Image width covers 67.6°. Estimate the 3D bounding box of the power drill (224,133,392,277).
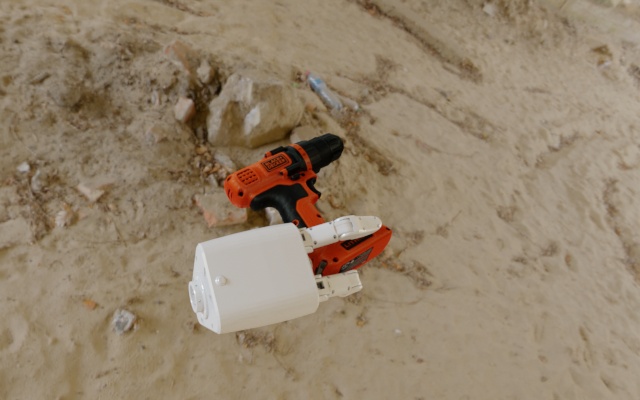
[{"bbox_3d":[0.000,0.002,0.604,0.184,0.187,0.057,-29,-27,-29],"label":"power drill"}]
